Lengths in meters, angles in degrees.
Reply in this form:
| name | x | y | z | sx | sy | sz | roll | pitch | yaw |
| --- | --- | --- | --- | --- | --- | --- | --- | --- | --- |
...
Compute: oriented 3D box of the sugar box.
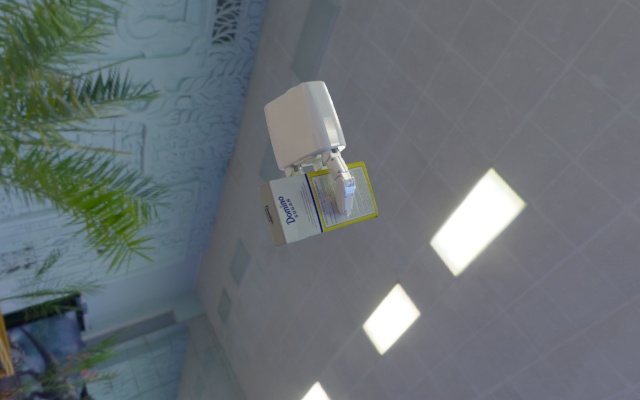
| name | x | y | z | sx | sy | sz | roll | pitch | yaw |
| --- | --- | --- | --- | --- | --- | --- | --- | --- | --- |
| sugar box | 0.000 | 0.002 | 0.722 | 0.176 | 0.093 | 0.048 | -14 | -4 | -31 |
